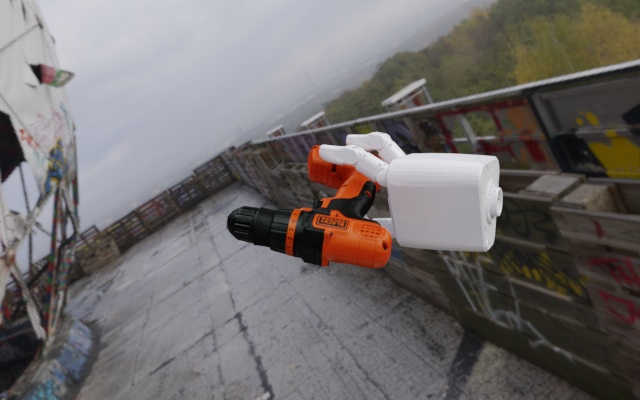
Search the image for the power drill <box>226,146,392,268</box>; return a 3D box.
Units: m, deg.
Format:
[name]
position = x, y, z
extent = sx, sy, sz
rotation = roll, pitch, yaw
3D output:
[power drill]
position = 0.000, 0.002, 0.581
extent = 0.184, 0.057, 0.187
rotation = 11, 37, 7
